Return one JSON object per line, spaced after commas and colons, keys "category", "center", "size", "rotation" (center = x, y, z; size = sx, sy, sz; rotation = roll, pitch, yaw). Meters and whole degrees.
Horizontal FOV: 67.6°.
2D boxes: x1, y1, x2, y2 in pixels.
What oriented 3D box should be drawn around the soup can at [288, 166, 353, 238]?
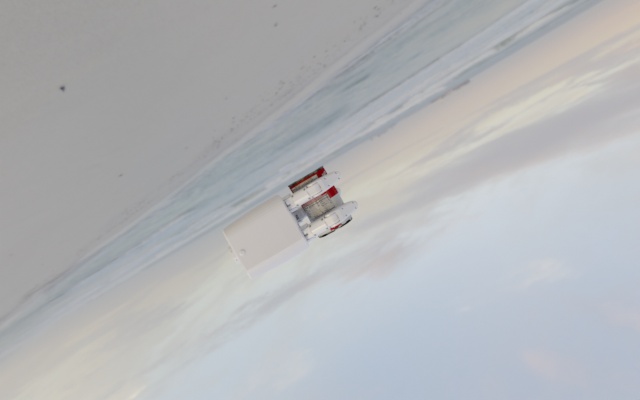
{"category": "soup can", "center": [0.001, 0.003, 0.793], "size": [0.068, 0.102, 0.068], "rotation": [-30, 3, 2]}
